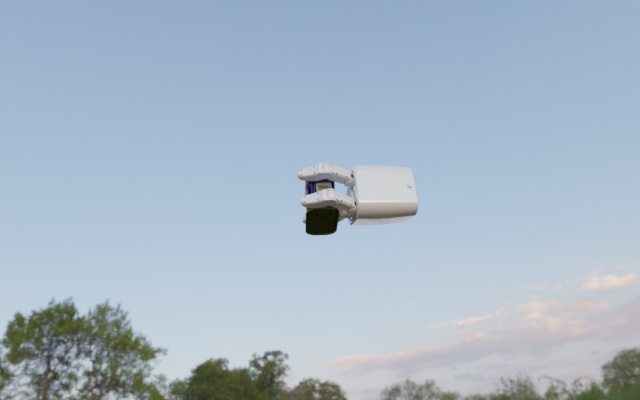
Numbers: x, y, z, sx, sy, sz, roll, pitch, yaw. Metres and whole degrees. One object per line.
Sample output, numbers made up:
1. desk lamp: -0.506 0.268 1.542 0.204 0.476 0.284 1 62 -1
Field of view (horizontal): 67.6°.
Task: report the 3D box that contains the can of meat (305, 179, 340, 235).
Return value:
1. can of meat: 0.000 0.003 0.851 0.057 0.084 0.102 -2 -29 -3
